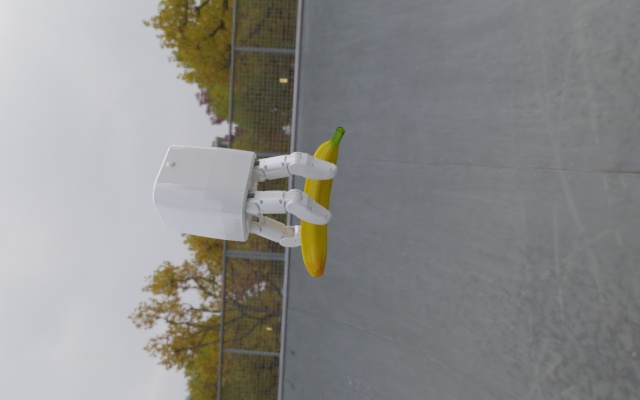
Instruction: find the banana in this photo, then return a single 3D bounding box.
[{"bbox_3d":[-0.003,0.004,0.616,0.037,0.197,0.070,10,-18,-8],"label":"banana"}]
